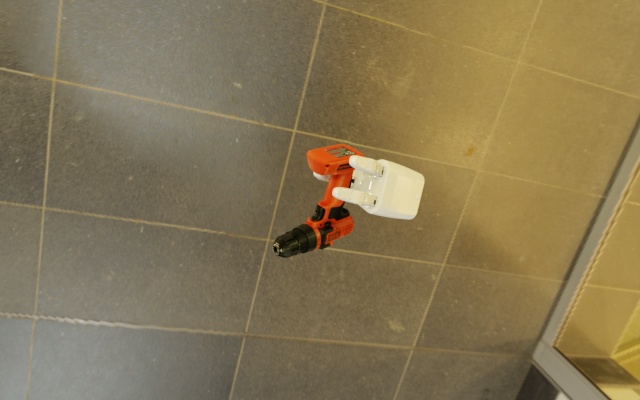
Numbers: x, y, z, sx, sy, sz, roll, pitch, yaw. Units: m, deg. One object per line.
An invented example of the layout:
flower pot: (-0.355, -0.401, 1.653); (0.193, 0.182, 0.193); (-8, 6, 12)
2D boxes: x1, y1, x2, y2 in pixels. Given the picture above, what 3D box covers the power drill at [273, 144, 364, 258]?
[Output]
power drill: (0.000, 0.002, 0.829); (0.057, 0.188, 0.184); (33, 35, 32)
